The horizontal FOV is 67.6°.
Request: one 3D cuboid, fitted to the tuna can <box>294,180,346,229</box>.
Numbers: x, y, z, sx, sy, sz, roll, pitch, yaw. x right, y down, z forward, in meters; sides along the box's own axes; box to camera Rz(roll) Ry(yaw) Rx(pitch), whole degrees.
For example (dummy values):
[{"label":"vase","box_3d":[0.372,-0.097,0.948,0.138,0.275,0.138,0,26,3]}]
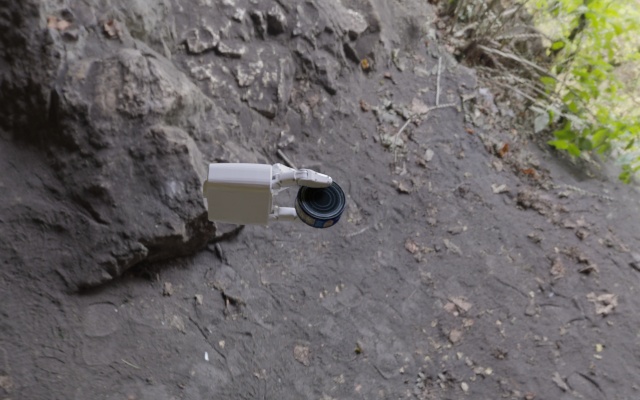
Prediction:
[{"label":"tuna can","box_3d":[0.000,0.002,0.816,0.086,0.086,0.034,0,-30,-13]}]
